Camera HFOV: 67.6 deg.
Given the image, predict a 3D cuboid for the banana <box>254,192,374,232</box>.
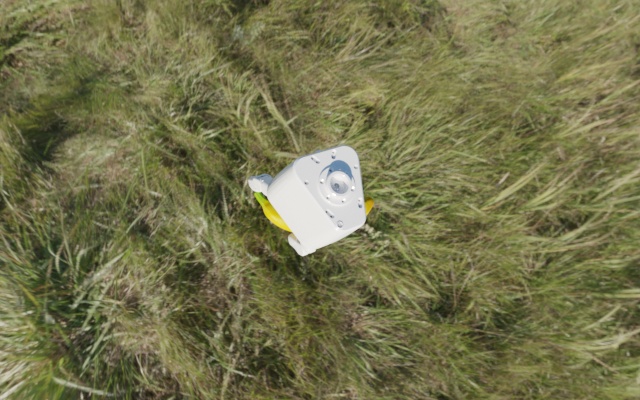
[{"bbox_3d":[-0.002,0.020,0.742,0.198,0.069,0.037,4,-19,-20],"label":"banana"}]
